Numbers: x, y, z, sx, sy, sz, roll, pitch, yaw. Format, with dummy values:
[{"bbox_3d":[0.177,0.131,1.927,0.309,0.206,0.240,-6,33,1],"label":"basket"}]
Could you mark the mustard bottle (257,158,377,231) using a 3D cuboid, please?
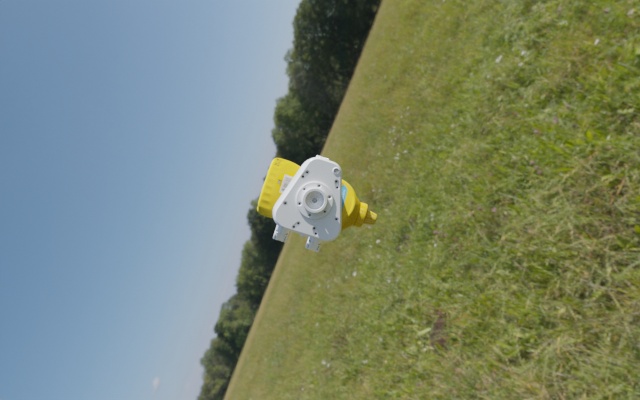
[{"bbox_3d":[0.000,0.003,0.782,0.191,0.096,0.058,18,-24,-4],"label":"mustard bottle"}]
